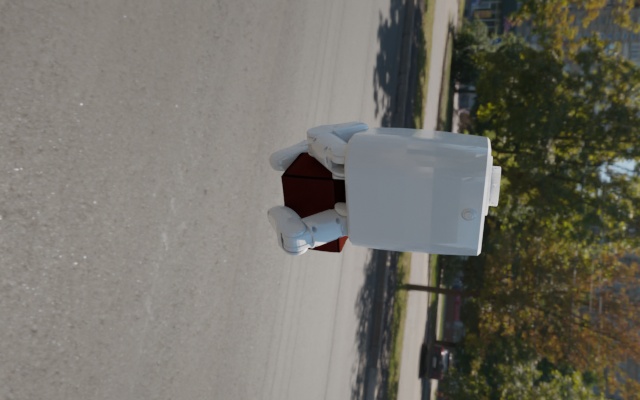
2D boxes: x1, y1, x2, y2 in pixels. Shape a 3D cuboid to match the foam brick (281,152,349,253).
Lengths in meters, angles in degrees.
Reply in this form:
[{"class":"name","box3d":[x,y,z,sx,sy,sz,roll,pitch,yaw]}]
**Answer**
[{"class":"foam brick","box3d":[0.000,0.002,0.443,0.051,0.078,0.053,6,31,18]}]
